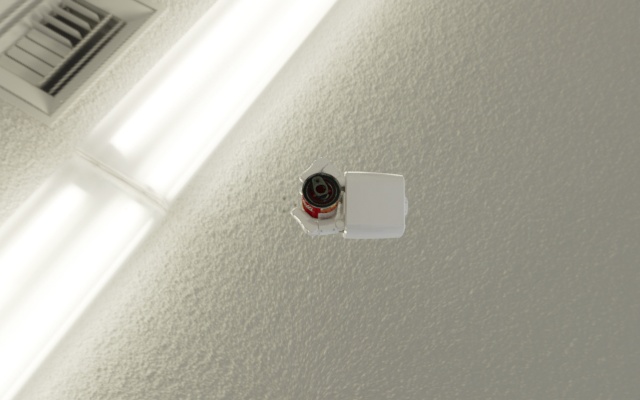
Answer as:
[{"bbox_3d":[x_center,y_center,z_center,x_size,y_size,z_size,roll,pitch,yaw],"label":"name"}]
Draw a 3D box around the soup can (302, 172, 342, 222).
[{"bbox_3d":[0.000,0.003,0.859,0.068,0.068,0.102,0,-25,-3],"label":"soup can"}]
